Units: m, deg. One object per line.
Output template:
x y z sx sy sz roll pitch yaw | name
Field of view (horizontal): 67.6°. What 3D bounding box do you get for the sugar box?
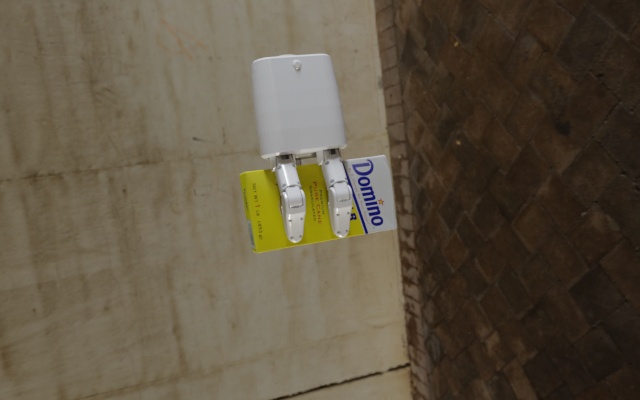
0.000 0.002 0.564 0.176 0.093 0.048 -9 2 -16 | sugar box
